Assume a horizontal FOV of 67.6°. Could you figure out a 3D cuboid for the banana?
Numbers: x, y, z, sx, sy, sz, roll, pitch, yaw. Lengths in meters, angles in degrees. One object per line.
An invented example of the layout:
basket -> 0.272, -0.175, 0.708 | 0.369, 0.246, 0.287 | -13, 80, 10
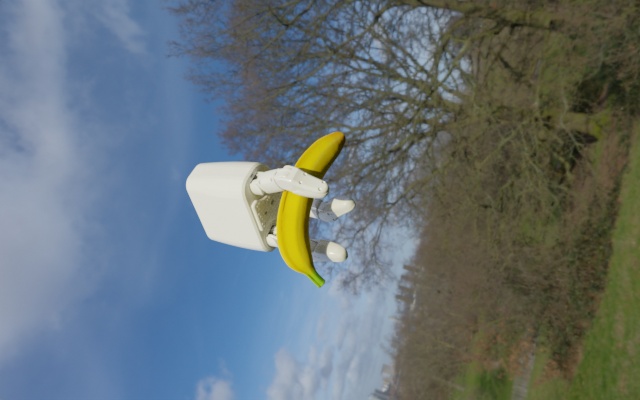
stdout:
banana -> -0.015, 0.000, 0.572 | 0.070, 0.197, 0.037 | 21, -18, -34
